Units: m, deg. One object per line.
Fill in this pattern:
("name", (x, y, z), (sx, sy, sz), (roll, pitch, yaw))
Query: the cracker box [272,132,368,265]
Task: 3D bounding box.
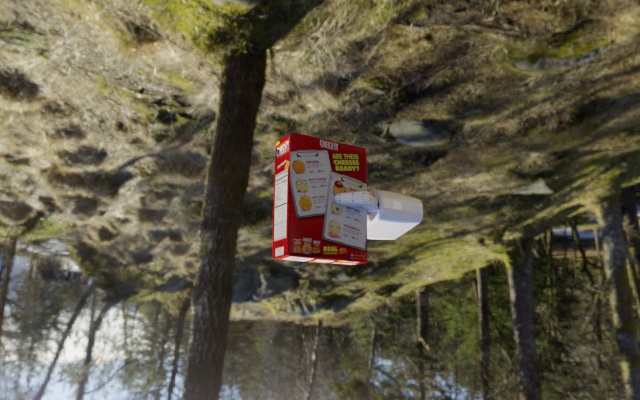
("cracker box", (0.000, 0.003, 0.850), (0.164, 0.213, 0.072), (8, -16, -31))
